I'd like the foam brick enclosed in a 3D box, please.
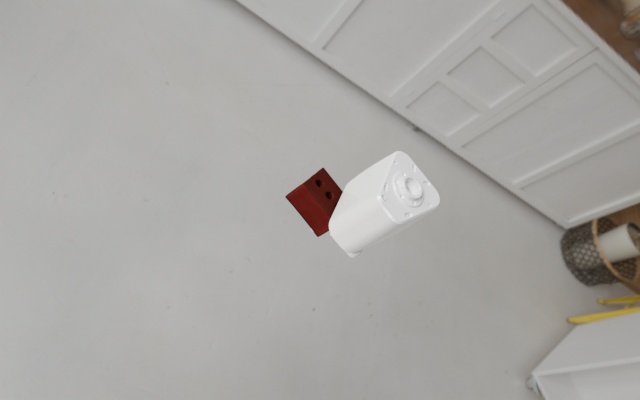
[{"bbox_3d":[0.000,0.002,0.690,0.053,0.078,0.051,-41,3,-41],"label":"foam brick"}]
